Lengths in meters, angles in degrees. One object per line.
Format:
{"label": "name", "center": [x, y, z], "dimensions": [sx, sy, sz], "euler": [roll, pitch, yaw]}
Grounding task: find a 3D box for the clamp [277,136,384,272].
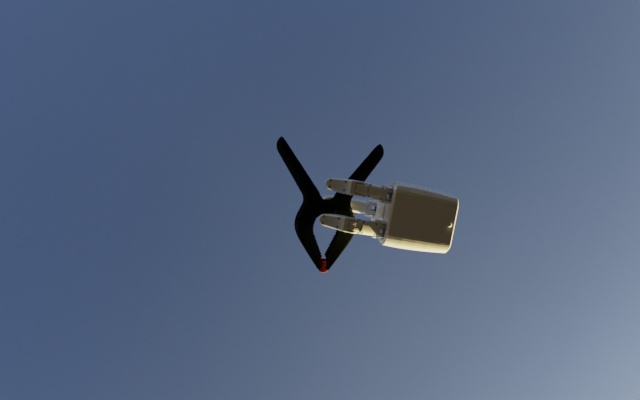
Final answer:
{"label": "clamp", "center": [0.000, 0.003, 0.735], "dimensions": [0.164, 0.210, 0.036], "euler": [11, 2, -5]}
